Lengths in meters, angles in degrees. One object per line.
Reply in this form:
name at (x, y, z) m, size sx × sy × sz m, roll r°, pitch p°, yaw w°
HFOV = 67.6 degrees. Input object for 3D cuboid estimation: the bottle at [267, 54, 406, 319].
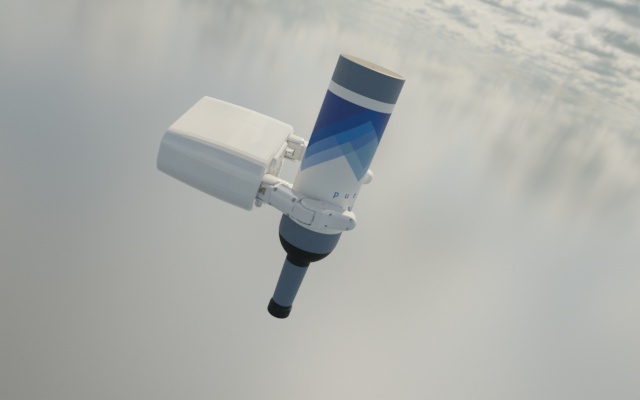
bottle at (0.000, 0.001, 0.502) m, size 0.069 × 0.296 × 0.069 m, roll 18°, pitch 22°, yaw -8°
